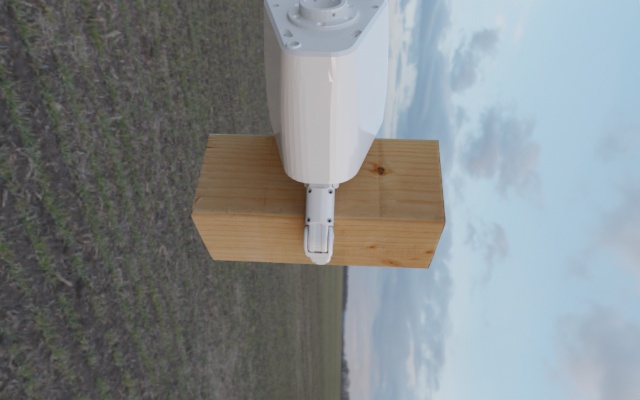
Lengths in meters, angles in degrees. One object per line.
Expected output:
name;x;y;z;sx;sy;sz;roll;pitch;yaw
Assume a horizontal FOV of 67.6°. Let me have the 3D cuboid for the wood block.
wood block;0.000;0.001;0.440;0.206;0.090;0.090;2;-32;3
